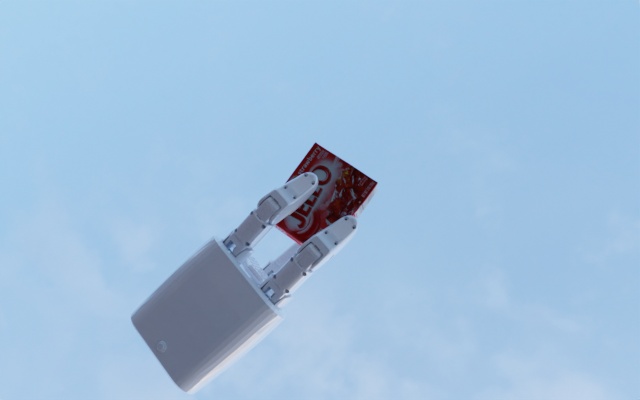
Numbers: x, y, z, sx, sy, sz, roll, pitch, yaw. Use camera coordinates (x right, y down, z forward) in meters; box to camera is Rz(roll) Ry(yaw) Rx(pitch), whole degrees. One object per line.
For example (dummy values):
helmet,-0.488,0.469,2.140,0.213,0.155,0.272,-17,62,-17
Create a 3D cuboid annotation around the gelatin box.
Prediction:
gelatin box,0.000,0.001,0.452,0.073,0.089,0.030,34,-10,13
